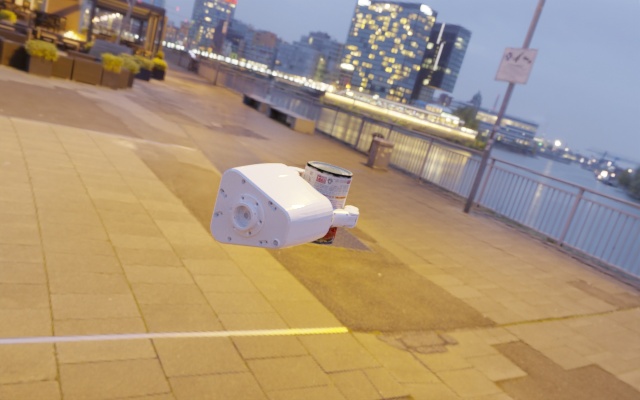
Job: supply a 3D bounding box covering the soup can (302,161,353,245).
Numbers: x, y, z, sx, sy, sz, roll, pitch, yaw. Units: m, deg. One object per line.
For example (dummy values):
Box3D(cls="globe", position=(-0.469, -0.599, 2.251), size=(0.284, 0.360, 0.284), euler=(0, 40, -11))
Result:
Box3D(cls="soup can", position=(0.000, 0.002, 0.674), size=(0.068, 0.102, 0.068), euler=(15, 13, -4))
